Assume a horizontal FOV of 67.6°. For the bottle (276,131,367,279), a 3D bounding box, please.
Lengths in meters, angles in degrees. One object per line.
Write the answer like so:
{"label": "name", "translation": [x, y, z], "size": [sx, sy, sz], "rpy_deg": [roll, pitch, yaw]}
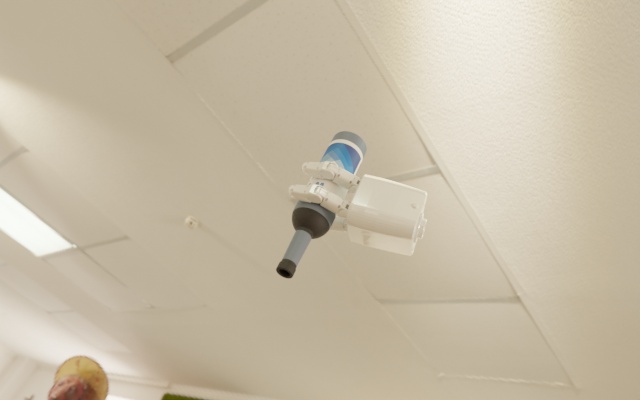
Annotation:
{"label": "bottle", "translation": [0.000, 0.002, 0.790], "size": [0.069, 0.295, 0.069], "rpy_deg": [17, -38, 14]}
